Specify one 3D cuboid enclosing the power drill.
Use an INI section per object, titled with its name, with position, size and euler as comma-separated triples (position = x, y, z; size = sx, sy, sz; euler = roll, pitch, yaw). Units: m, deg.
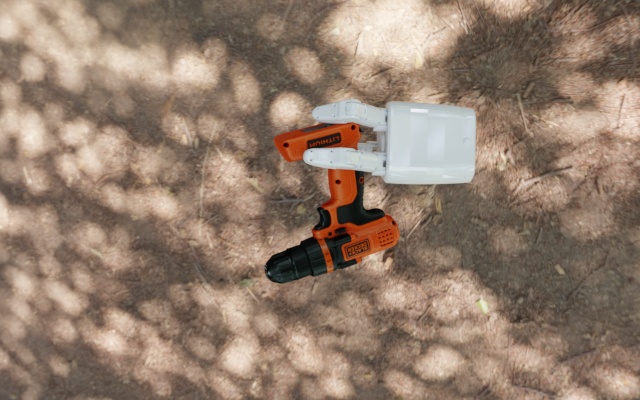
[power drill]
position = 0.000, 0.001, 0.603
size = 0.184, 0.188, 0.057
euler = -19, 20, -14
